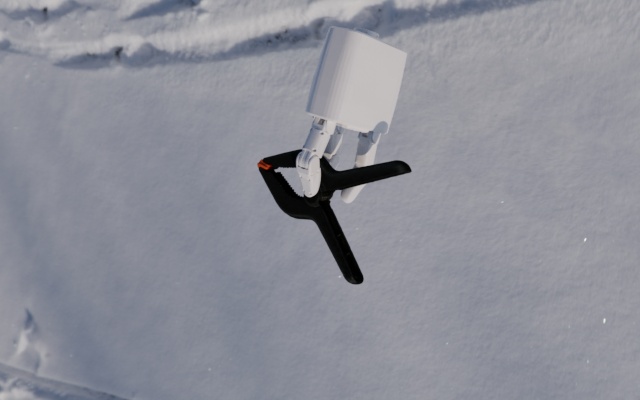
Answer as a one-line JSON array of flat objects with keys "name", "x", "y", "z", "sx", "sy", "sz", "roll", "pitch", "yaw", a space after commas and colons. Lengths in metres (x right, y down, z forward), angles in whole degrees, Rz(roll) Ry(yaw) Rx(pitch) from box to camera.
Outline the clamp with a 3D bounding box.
[{"name": "clamp", "x": -0.001, "y": 0.002, "z": 0.619, "sx": 0.210, "sy": 0.164, "sz": 0.036, "roll": 22, "pitch": 12, "yaw": 29}]
